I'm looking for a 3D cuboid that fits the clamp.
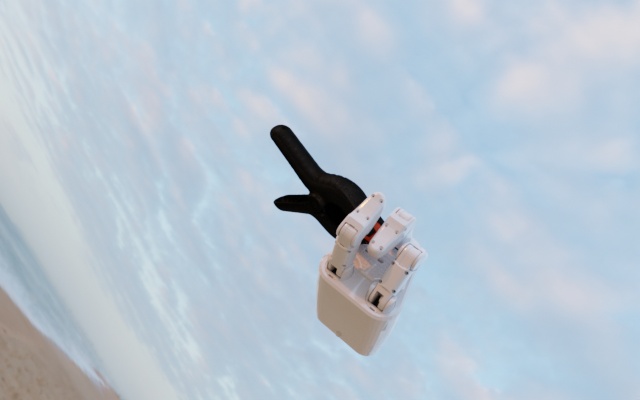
[{"bbox_3d":[0.001,0.001,0.541,0.039,0.120,0.171,-33,61,-27],"label":"clamp"}]
